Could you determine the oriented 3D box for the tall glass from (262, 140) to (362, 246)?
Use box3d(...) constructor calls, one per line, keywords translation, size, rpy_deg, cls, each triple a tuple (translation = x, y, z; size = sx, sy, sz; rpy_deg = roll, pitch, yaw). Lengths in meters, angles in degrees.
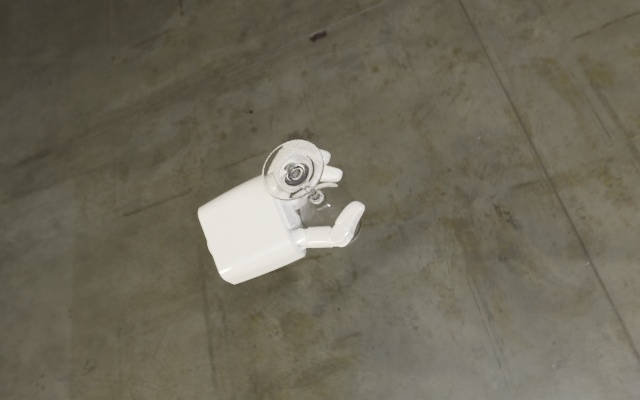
box3d(translation=(0.000, 0.002, 0.617), size=(0.079, 0.079, 0.201), rpy_deg=(0, -22, 20), cls="tall glass")
